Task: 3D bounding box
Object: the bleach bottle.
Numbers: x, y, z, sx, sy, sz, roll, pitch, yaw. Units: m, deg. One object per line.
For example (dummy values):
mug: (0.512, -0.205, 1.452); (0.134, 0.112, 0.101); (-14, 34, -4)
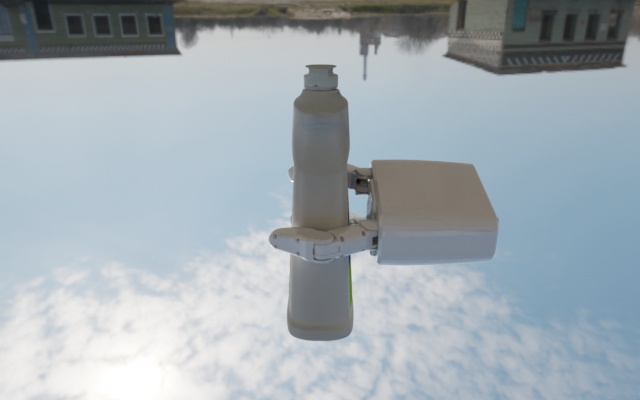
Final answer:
bleach bottle: (0.000, 0.002, 0.457); (0.068, 0.251, 0.102); (0, 21, 0)
